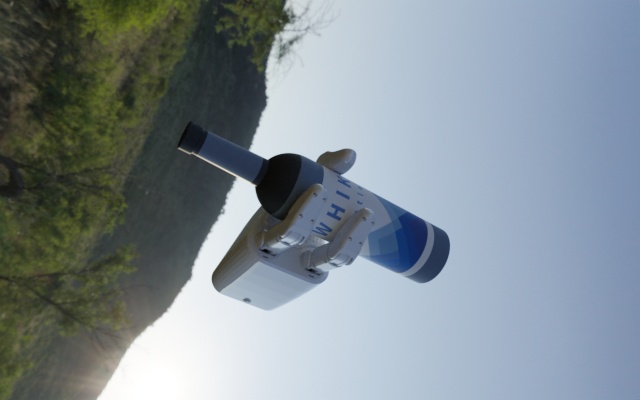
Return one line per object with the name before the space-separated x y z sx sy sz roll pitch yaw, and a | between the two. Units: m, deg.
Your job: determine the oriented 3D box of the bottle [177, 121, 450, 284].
bottle | 0.000 0.002 0.481 0.296 0.069 0.069 26 -11 -22
